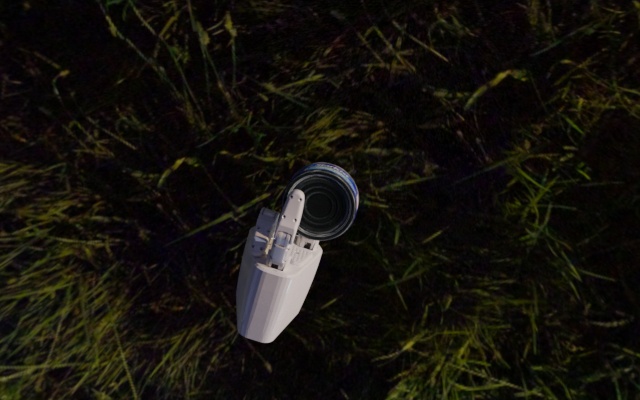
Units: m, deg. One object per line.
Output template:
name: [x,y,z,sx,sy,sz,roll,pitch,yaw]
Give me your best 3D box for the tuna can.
tuna can: [0.000,0.002,0.543,0.086,0.086,0.033,0,18,8]
